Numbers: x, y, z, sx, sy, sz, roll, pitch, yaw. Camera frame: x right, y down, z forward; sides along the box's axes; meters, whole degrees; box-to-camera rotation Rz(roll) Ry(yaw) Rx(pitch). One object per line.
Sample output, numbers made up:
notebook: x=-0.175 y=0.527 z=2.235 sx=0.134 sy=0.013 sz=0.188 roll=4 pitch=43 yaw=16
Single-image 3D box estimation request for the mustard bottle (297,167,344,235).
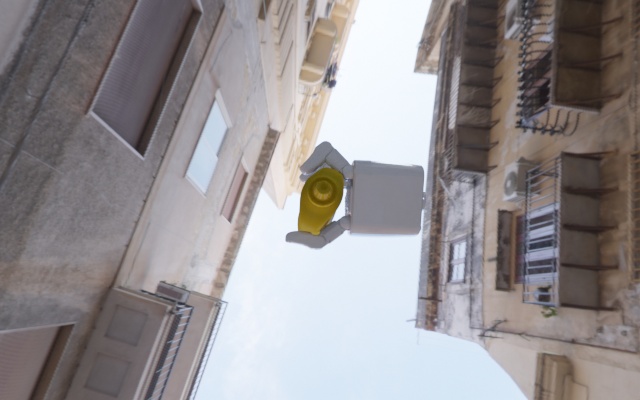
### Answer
mustard bottle: x=0.000 y=0.002 z=0.709 sx=0.058 sy=0.096 sz=0.192 roll=26 pitch=-11 yaw=2
